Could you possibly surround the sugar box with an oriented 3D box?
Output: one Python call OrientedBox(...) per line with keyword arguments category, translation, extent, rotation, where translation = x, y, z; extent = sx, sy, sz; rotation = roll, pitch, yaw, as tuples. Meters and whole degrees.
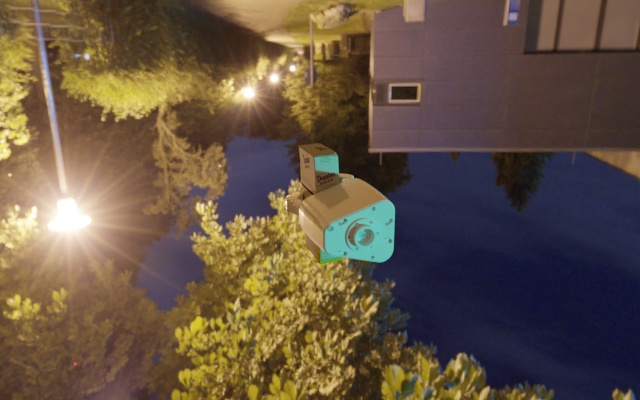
OrientedBox(category="sugar box", translation=(0.001, 0.003, 0.773), extent=(0.048, 0.176, 0.093), rotation=(-6, 19, -16))
